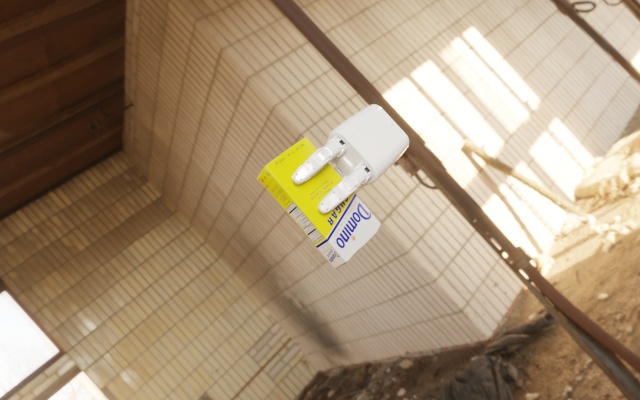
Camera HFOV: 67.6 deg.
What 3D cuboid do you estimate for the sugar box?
[{"bbox_3d":[0.000,0.002,0.695,0.093,0.176,0.048,-42,-2,-34],"label":"sugar box"}]
